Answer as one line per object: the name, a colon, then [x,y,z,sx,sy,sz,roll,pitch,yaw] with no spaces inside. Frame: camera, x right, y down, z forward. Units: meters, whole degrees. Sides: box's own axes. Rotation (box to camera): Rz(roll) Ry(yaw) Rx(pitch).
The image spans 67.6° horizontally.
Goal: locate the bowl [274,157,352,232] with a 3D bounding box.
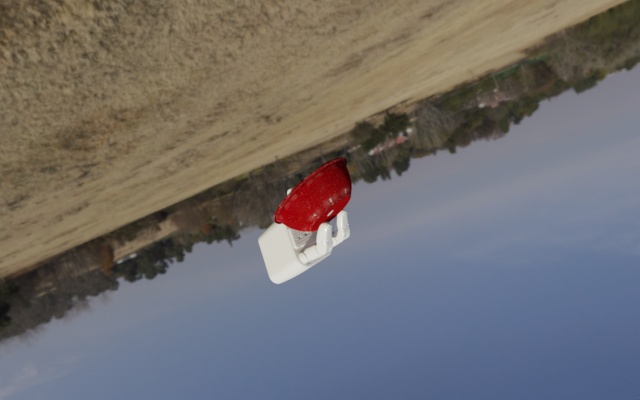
bowl: [0.001,0.002,0.805,0.162,0.055,0.162,-39,-14,-12]
